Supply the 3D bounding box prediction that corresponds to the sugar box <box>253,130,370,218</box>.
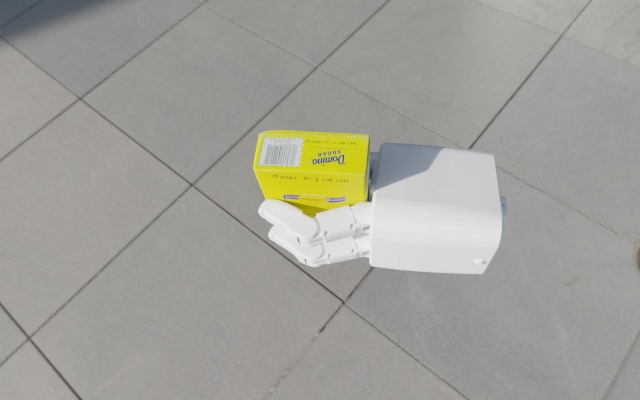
[{"bbox_3d":[0.000,0.002,0.457,0.093,0.048,0.176,4,-29,8],"label":"sugar box"}]
